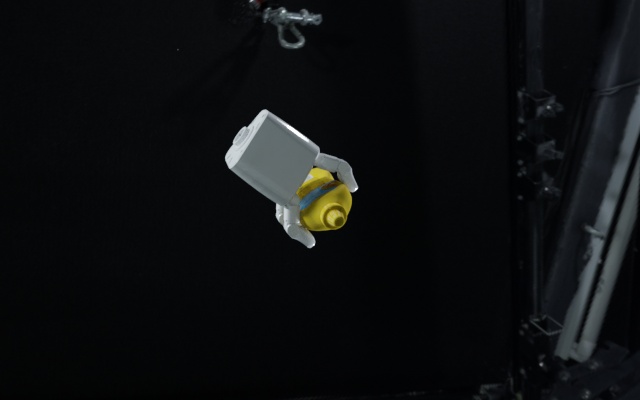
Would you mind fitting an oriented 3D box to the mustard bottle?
[{"bbox_3d":[0.000,0.003,0.798,0.096,0.058,0.191,-32,24,-5],"label":"mustard bottle"}]
